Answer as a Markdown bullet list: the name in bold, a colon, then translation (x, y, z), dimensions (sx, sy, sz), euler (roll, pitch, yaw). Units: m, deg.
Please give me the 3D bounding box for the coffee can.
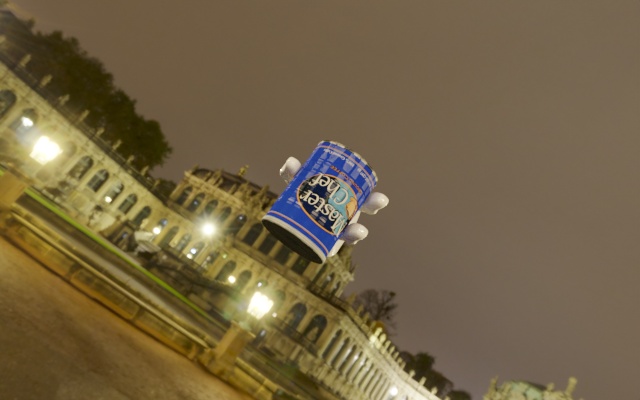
- **coffee can**: translation (0.000, 0.002, 0.665), dimensions (0.103, 0.140, 0.103), euler (32, -17, 11)
